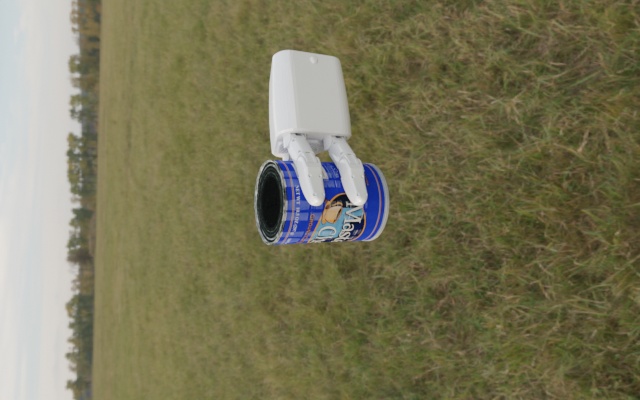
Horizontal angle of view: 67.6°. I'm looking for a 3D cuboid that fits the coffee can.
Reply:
[{"bbox_3d":[0.000,0.002,0.599,0.140,0.103,0.103,0,0,-27],"label":"coffee can"}]
